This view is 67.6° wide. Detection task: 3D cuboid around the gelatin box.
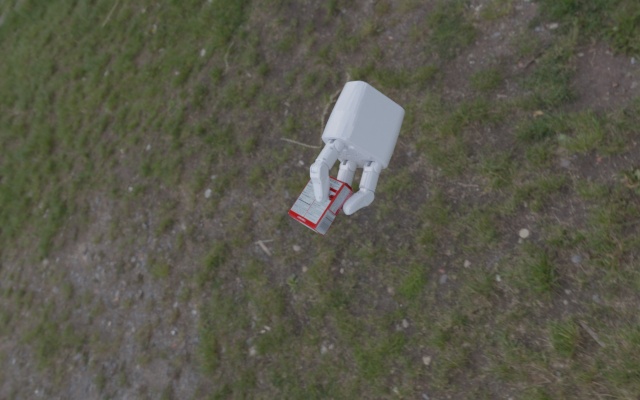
[{"bbox_3d":[0.000,0.003,0.765,0.073,0.089,0.030,27,-9,46],"label":"gelatin box"}]
